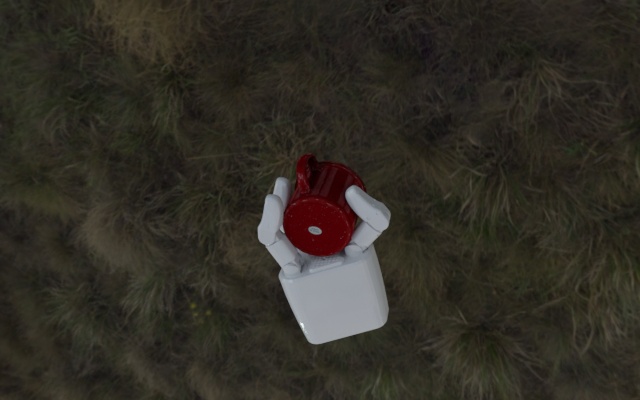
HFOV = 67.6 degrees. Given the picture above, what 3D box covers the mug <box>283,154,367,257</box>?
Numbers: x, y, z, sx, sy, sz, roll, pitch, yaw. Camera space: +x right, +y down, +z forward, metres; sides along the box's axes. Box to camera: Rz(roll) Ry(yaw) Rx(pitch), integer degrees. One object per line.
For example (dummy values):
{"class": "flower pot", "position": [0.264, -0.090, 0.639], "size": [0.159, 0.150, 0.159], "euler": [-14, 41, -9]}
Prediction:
{"class": "mug", "position": [0.000, 0.001, 0.558], "size": [0.093, 0.117, 0.081], "euler": [-10, 27, 20]}
